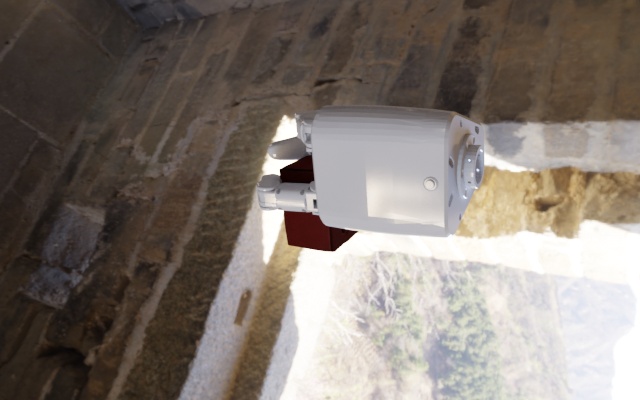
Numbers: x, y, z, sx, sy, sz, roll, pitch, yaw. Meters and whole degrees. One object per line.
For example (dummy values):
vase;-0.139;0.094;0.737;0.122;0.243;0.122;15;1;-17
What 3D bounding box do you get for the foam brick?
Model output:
foam brick;0.000;0.002;0.443;0.051;0.078;0.053;6;22;30
